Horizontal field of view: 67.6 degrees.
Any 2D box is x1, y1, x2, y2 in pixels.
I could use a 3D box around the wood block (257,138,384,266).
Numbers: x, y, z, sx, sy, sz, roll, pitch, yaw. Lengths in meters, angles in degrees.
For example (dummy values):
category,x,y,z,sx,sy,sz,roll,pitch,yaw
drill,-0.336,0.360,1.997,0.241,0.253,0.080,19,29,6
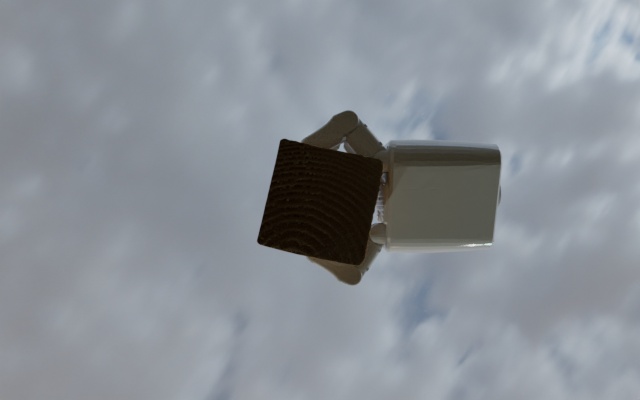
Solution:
category,x,y,z,sx,sy,sz,roll,pitch,yaw
wood block,0.000,0.002,0.487,0.090,0.091,0.206,12,0,0
